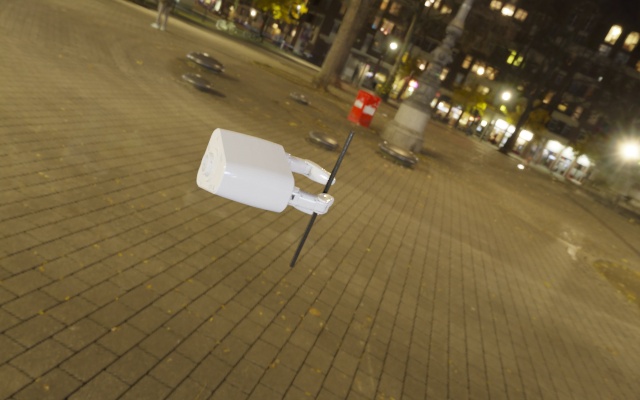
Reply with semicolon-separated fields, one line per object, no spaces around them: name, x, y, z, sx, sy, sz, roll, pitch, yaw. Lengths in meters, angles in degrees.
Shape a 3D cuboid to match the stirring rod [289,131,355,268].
stirring rod;0.000;0.003;0.750;0.011;0.239;0.011;23;16;-7
